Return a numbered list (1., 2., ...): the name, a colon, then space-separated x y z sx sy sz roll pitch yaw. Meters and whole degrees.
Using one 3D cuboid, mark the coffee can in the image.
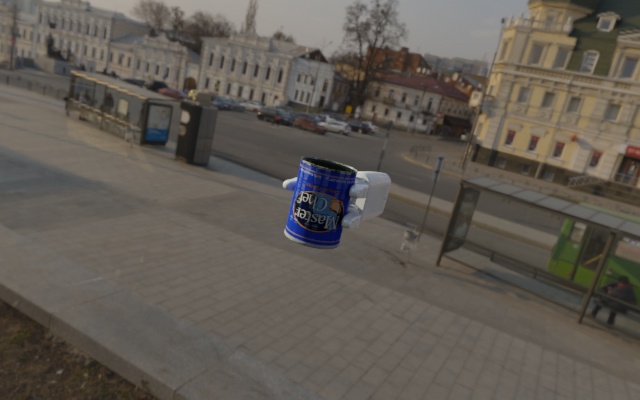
1. coffee can: 0.000 0.003 0.850 0.103 0.140 0.102 13 13 -3
